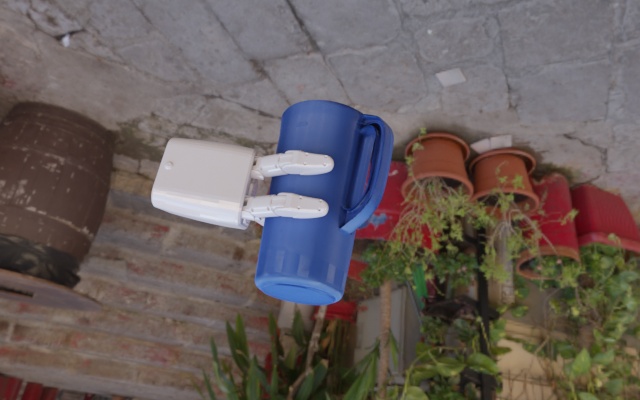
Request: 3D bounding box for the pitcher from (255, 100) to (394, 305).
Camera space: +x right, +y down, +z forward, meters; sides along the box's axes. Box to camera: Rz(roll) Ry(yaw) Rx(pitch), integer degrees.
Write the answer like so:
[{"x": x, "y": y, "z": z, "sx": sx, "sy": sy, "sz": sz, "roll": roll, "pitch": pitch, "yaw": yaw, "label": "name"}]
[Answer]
[{"x": 0.000, "y": 0.002, "z": 0.608, "sx": 0.145, "sy": 0.242, "sz": 0.149, "roll": 11, "pitch": -23, "yaw": -3, "label": "pitcher"}]
